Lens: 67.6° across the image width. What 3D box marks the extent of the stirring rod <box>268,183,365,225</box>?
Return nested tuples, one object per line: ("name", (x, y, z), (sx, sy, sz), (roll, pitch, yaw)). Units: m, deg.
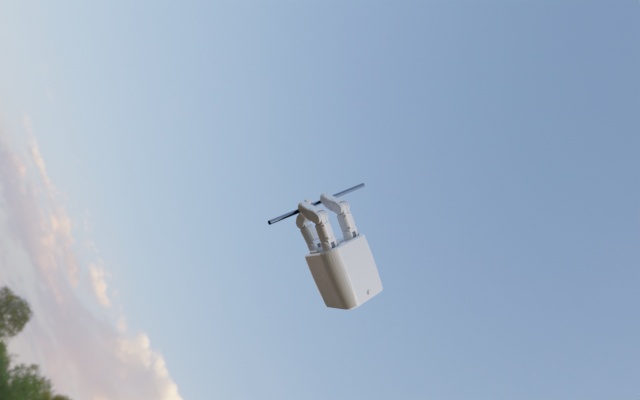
("stirring rod", (0.000, 0.003, 0.860), (0.239, 0.011, 0.011), (-22, 15, -41))
